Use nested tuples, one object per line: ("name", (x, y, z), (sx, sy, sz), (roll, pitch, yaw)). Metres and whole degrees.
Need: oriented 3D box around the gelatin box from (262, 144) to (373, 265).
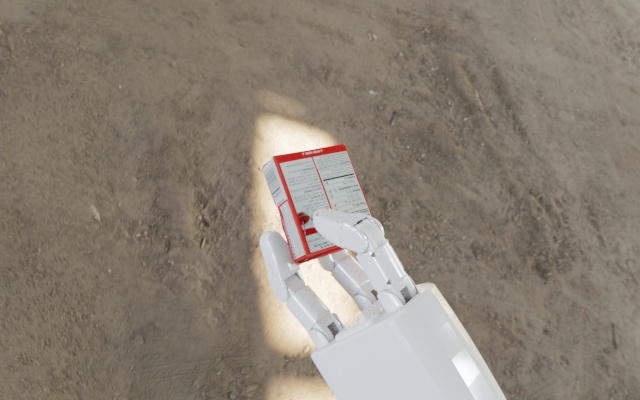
("gelatin box", (0.000, 0.001, 0.403), (0.073, 0.089, 0.030), (-14, -10, -32))
